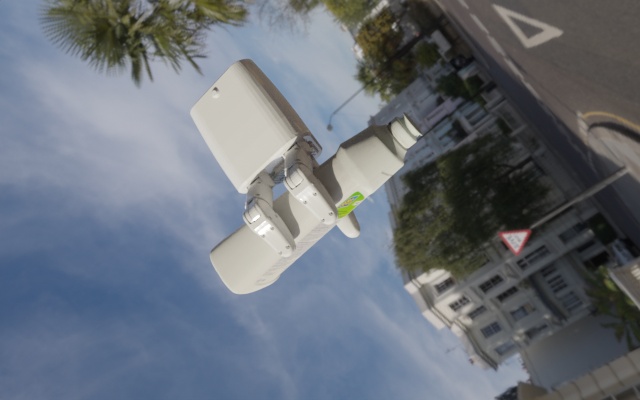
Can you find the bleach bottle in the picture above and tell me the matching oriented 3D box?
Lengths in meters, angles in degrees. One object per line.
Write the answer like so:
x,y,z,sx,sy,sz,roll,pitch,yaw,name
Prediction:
0.000,0.002,0.501,0.251,0.068,0.102,-39,-11,20,bleach bottle
